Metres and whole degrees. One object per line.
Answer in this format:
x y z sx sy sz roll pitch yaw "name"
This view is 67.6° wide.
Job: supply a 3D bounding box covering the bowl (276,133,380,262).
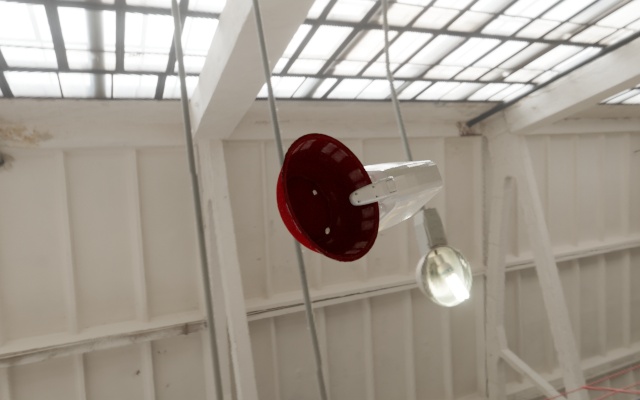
-0.001 0.002 0.586 0.162 0.162 0.055 0 -18 -46 "bowl"
